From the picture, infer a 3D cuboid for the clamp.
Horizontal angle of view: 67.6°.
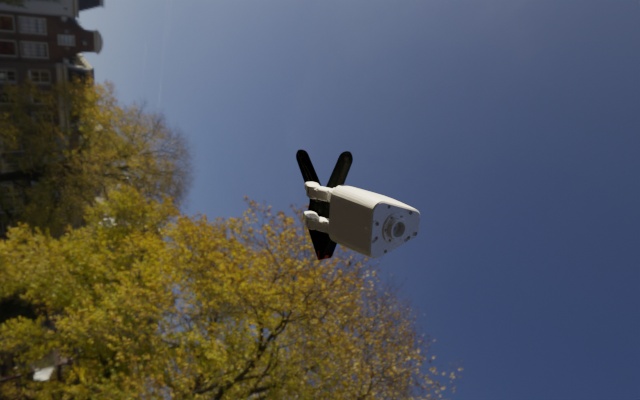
[{"bbox_3d":[0.001,0.003,0.882,0.036,0.210,0.164,-6,17,-31],"label":"clamp"}]
